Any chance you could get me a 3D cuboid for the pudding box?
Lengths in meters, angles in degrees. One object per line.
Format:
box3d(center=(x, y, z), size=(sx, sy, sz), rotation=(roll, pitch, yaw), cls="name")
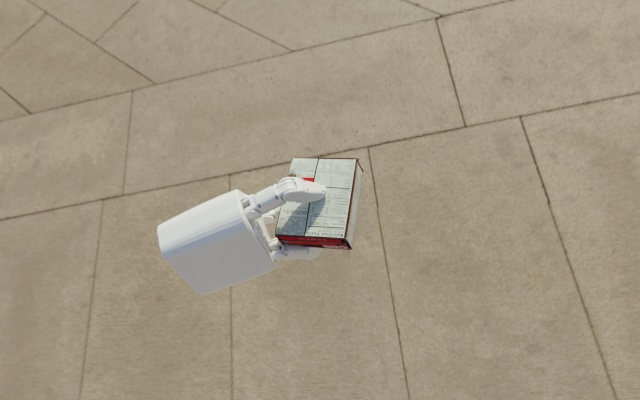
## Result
box3d(center=(0.000, 0.002, 0.587), size=(0.090, 0.113, 0.039), rotation=(3, -24, 16), cls="pudding box")
